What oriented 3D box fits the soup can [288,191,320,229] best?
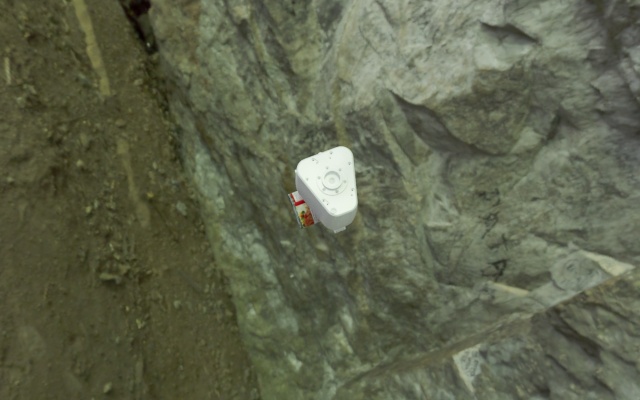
[{"bbox_3d":[0.000,0.003,0.871,0.102,0.068,0.068,-21,2,-5],"label":"soup can"}]
